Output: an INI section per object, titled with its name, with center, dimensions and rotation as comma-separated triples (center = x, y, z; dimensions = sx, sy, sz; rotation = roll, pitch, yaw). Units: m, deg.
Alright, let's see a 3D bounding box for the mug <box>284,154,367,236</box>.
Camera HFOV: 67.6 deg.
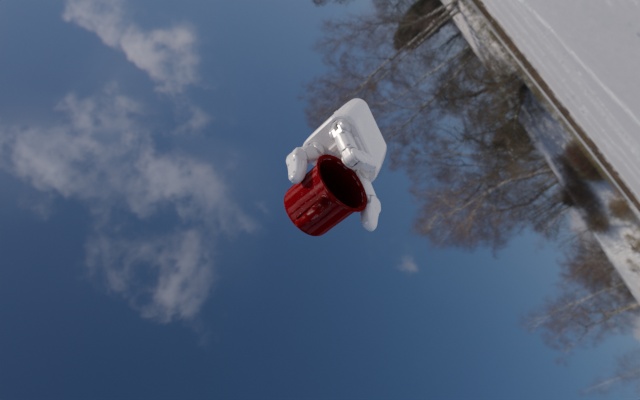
[mug]
center = 0.000, 0.003, 0.651
dimensions = 0.081, 0.093, 0.117
rotation = -39, 9, 32
